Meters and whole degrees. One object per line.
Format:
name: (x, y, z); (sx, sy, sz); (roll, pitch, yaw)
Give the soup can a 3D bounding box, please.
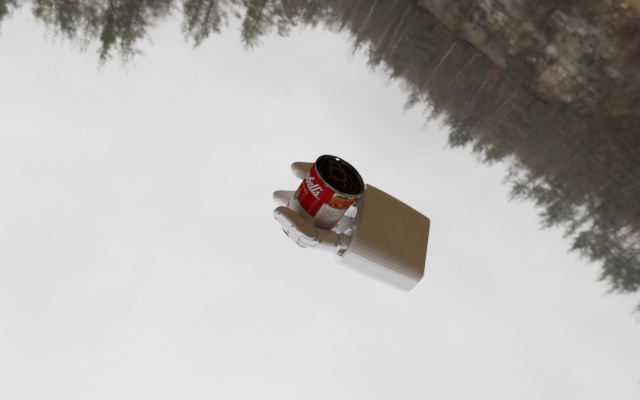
soup can: (0.000, 0.002, 0.596); (0.068, 0.068, 0.102); (0, -41, -39)
